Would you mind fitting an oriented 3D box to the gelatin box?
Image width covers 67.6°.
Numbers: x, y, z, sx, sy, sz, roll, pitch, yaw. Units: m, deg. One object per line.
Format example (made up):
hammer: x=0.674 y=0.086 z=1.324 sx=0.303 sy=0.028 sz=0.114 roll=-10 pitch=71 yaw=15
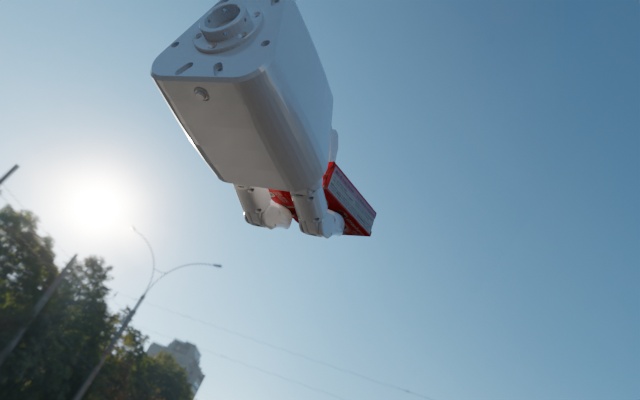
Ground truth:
gelatin box: x=0.000 y=0.001 z=0.449 sx=0.073 sy=0.030 sz=0.089 roll=-1 pitch=-32 yaw=36
